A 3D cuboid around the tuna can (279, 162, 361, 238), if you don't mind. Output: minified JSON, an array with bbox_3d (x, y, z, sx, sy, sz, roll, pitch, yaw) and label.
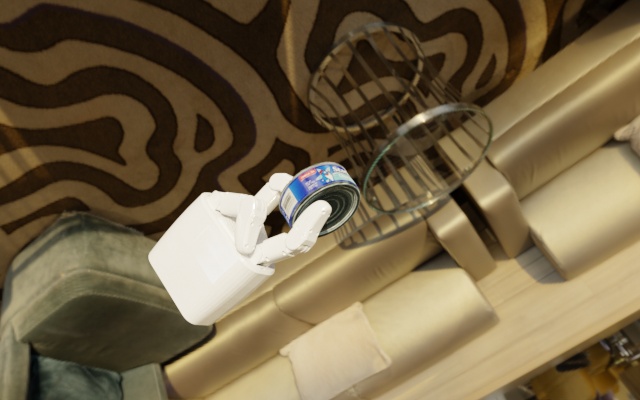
[{"bbox_3d":[0.000,0.002,0.519,0.086,0.086,0.033,0,42,-38],"label":"tuna can"}]
